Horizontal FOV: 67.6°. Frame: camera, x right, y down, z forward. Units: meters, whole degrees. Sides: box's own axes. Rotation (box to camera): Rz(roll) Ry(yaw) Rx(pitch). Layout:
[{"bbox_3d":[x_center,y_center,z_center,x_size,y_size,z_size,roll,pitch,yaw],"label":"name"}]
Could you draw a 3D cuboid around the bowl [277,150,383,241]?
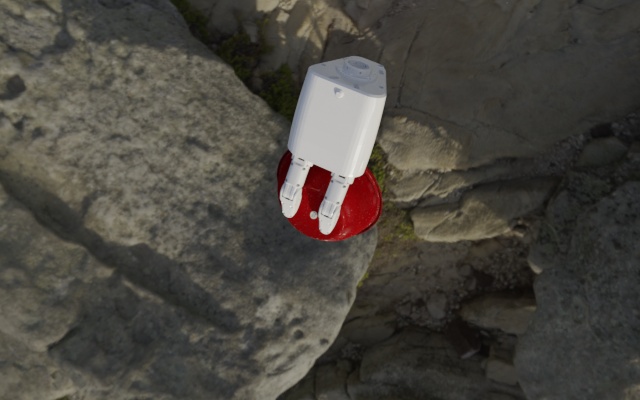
[{"bbox_3d":[0.000,0.003,0.655,0.162,0.162,0.055,0,36,30],"label":"bowl"}]
